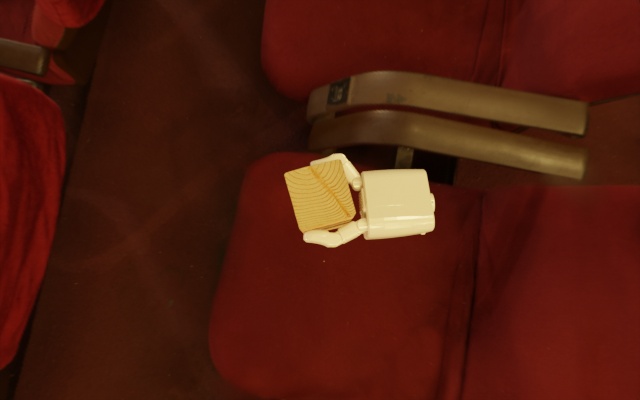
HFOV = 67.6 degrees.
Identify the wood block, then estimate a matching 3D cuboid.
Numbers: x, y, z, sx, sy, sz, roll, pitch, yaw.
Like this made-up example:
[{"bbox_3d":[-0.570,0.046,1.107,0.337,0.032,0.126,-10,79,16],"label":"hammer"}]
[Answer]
[{"bbox_3d":[0.000,0.002,0.808,0.090,0.091,0.206,-15,-7,-1],"label":"wood block"}]
